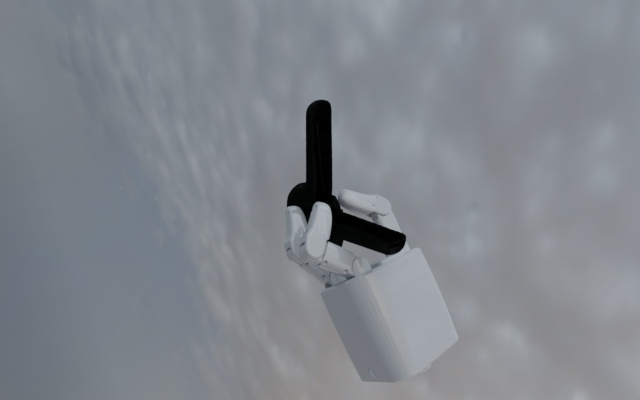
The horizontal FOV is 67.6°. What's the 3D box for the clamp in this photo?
[{"bbox_3d":[0.001,0.002,0.519,0.036,0.164,0.210,-19,-10,-28],"label":"clamp"}]
